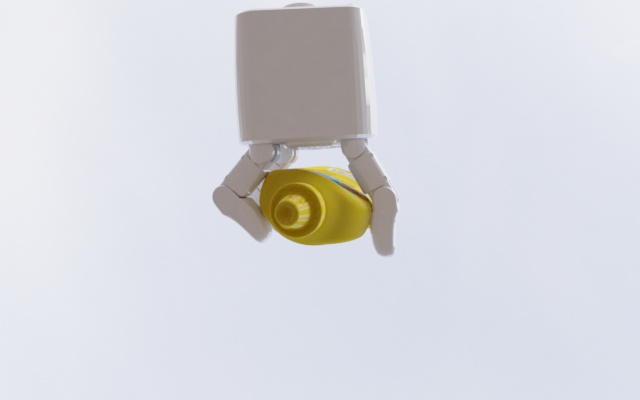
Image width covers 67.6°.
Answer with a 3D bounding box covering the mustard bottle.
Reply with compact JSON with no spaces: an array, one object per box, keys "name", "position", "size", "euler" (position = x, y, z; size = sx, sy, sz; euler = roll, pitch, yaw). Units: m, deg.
[{"name":"mustard bottle","position":[0.000,0.002,0.420],"size":[0.096,0.058,0.191],"euler":[22,9,11]}]
